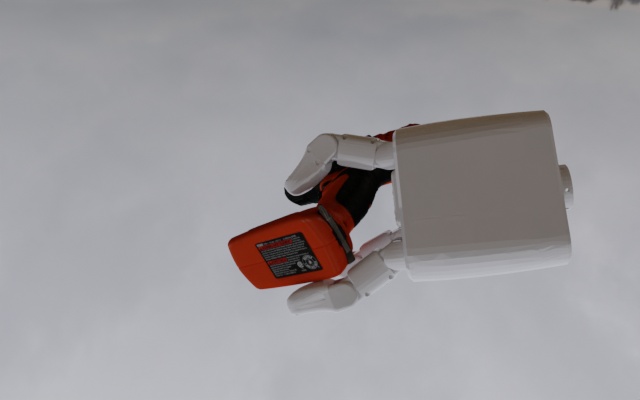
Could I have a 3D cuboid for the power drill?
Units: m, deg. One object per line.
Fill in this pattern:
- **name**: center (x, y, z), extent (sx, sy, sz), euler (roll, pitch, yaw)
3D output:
- **power drill**: center (0.000, 0.002, 0.442), extent (0.184, 0.057, 0.187), euler (-20, 19, 40)
